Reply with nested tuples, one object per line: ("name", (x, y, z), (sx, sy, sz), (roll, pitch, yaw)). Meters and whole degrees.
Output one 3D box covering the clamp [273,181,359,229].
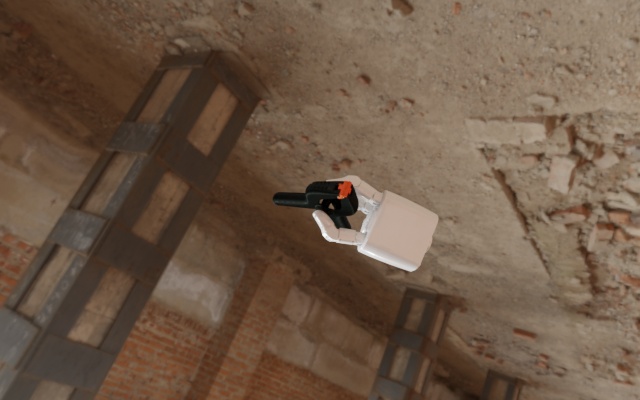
("clamp", (0.000, 0.003, 0.842), (0.164, 0.036, 0.210), (21, -19, -4))
